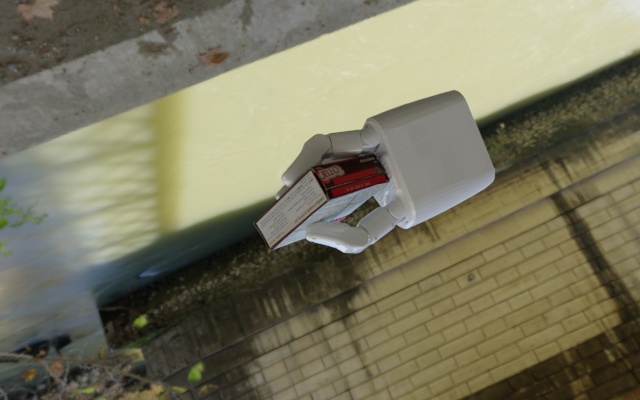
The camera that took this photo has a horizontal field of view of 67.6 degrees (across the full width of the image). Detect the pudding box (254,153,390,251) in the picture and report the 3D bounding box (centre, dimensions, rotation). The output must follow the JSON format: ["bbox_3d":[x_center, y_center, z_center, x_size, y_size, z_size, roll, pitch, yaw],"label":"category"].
[{"bbox_3d":[0.000,0.002,0.471,0.090,0.039,0.113,-15,-20,-44],"label":"pudding box"}]
